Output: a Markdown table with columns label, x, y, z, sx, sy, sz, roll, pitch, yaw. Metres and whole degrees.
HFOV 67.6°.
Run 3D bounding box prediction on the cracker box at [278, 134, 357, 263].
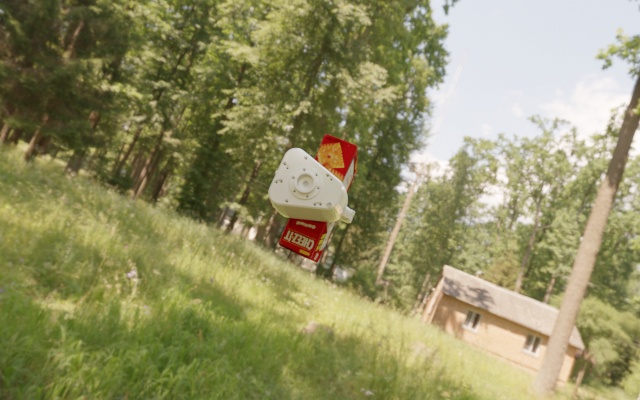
| label | x | y | z | sx | sy | sz | roll | pitch | yaw |
| --- | --- | --- | --- | --- | --- | --- | --- | --- | --- |
| cracker box | 0.000 | 0.003 | 0.897 | 0.072 | 0.213 | 0.164 | 23 | -8 | 8 |
